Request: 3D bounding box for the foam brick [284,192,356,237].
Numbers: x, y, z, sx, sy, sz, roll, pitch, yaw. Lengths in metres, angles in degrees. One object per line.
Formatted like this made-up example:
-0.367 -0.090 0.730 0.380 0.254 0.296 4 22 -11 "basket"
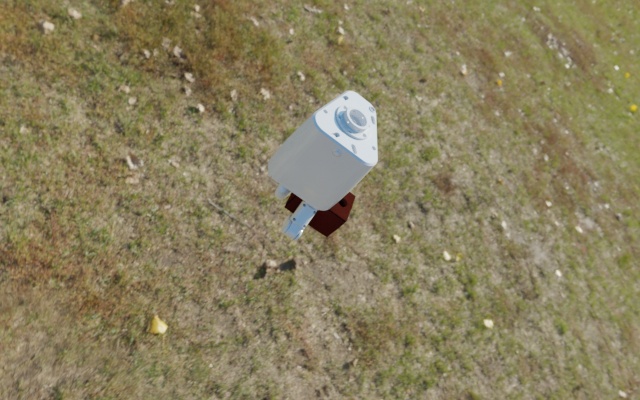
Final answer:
0.000 0.002 0.662 0.078 0.053 0.051 36 -44 -13 "foam brick"
